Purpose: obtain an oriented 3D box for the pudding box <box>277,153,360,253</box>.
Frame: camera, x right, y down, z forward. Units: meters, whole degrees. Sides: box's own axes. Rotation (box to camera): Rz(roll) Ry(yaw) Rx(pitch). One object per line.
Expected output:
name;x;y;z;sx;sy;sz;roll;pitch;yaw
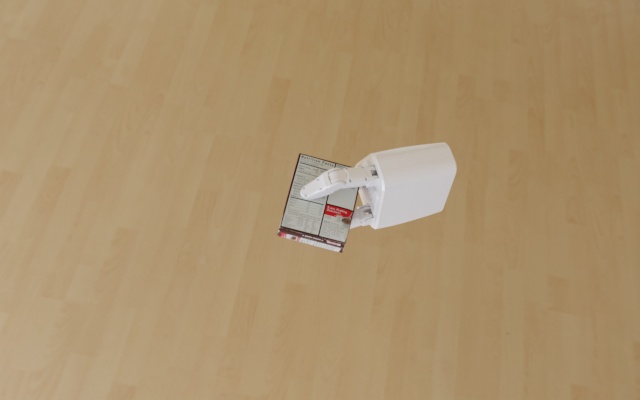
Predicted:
pudding box;0.000;0.002;0.626;0.090;0.113;0.039;15;-24;-1
